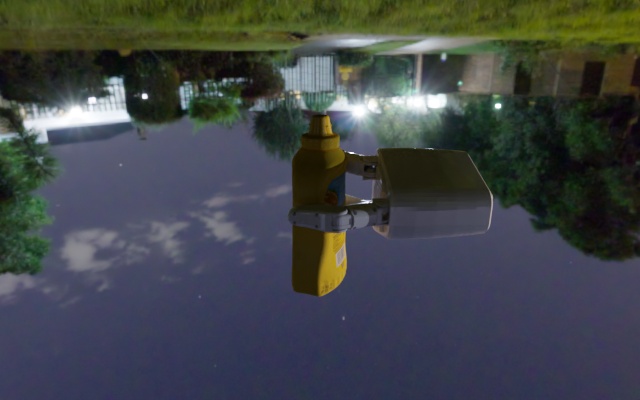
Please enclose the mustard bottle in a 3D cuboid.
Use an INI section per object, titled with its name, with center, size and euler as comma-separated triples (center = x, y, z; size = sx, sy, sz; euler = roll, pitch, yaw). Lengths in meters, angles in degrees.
[mustard bottle]
center = 0.000, 0.002, 0.530
size = 0.058, 0.192, 0.096
euler = 8, 21, 19
